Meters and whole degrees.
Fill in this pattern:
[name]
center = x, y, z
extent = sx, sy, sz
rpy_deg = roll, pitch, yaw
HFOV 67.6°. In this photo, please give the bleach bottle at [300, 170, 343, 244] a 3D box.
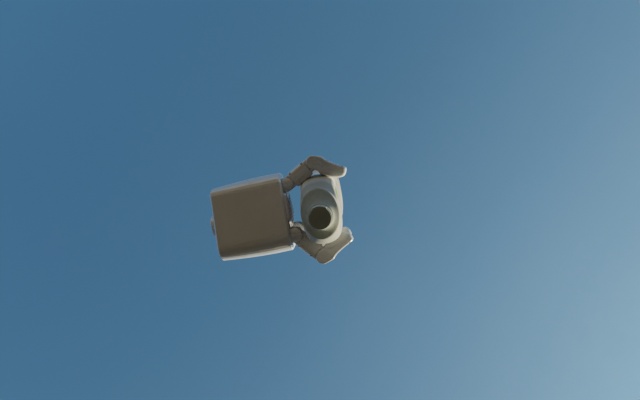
[bleach bottle]
center = 0.000, 0.002, 0.700
extent = 0.068, 0.102, 0.251
rpy_deg = -11, 5, 2
